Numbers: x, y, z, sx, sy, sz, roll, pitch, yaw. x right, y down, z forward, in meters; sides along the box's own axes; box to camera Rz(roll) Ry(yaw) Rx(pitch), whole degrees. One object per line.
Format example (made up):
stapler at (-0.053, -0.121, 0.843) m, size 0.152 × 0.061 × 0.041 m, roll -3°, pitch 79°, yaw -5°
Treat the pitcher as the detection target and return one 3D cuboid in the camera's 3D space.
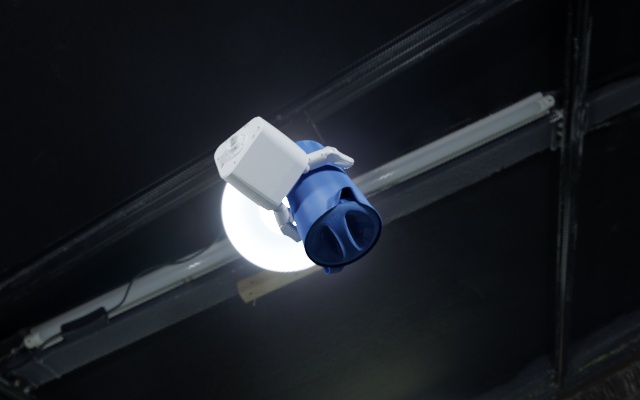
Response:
pitcher at (0.000, 0.003, 0.852) m, size 0.145 × 0.149 × 0.242 m, roll 38°, pitch 14°, yaw -38°
